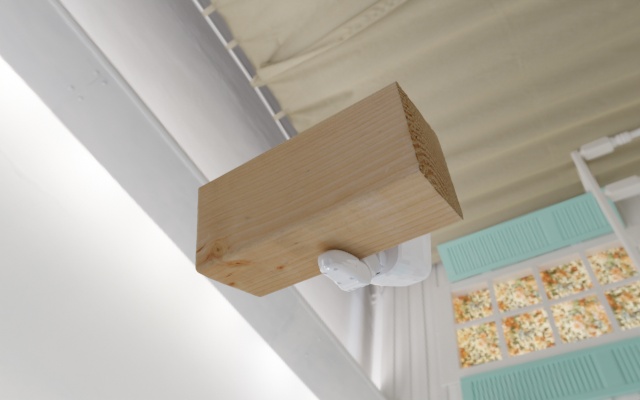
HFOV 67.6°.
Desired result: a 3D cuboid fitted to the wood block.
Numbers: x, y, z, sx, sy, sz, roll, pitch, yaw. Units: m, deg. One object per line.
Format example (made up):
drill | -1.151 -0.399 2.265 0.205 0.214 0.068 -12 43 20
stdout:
wood block | 0.000 0.002 0.409 0.206 0.090 0.090 -25 -37 24
